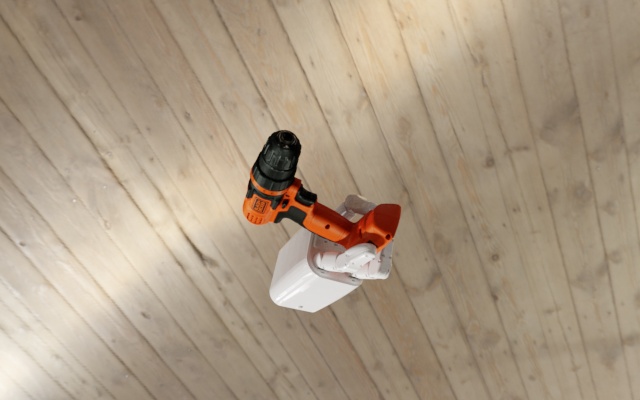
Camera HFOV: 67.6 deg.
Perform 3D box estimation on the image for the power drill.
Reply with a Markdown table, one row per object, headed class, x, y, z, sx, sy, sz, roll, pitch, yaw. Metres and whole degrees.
| class | x | y | z | sx | sy | sz | roll | pitch | yaw |
| --- | --- | --- | --- | --- | --- | --- | --- | --- | --- |
| power drill | 0.000 | 0.002 | 0.591 | 0.187 | 0.057 | 0.184 | 25 | -31 | -5 |
